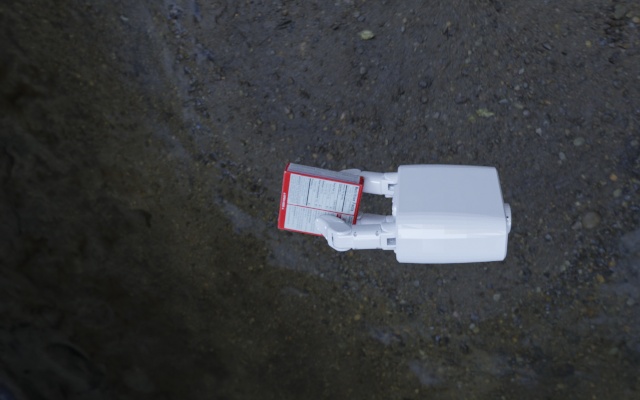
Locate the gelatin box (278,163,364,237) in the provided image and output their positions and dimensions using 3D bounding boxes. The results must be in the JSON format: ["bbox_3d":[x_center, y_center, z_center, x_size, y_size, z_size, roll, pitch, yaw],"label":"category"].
[{"bbox_3d":[0.000,0.002,0.541,0.089,0.073,0.030,10,27,2],"label":"gelatin box"}]
